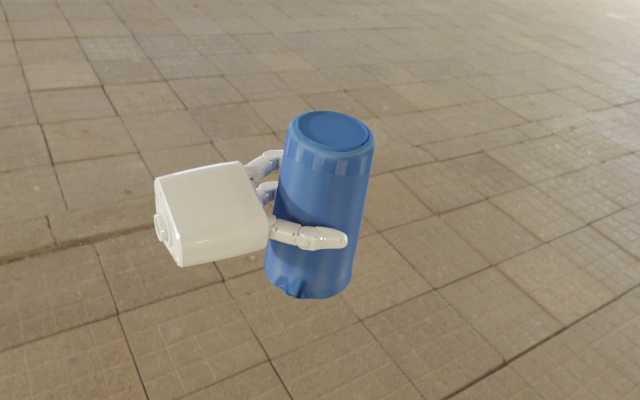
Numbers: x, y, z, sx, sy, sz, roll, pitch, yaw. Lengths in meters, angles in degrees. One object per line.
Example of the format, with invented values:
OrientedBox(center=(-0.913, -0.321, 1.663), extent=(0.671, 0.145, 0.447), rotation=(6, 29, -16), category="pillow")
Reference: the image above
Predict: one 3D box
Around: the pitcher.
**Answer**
OrientedBox(center=(0.000, 0.002, 0.653), extent=(0.145, 0.243, 0.149), rotation=(-12, 43, -26), category="pitcher")
